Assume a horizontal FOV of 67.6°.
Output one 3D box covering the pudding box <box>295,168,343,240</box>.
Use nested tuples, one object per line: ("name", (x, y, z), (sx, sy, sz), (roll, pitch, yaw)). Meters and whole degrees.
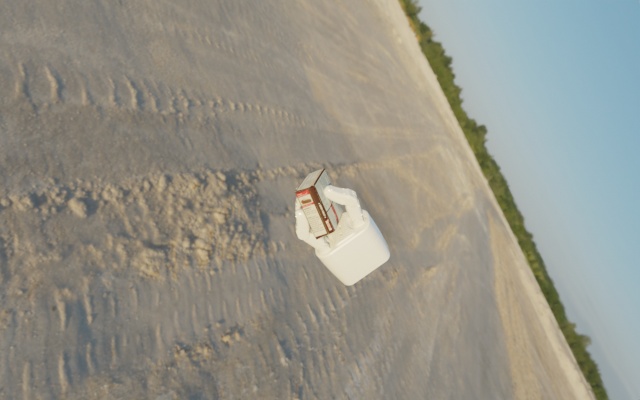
("pudding box", (0.000, 0.003, 0.817), (0.039, 0.090, 0.113), (-21, 13, 14))
